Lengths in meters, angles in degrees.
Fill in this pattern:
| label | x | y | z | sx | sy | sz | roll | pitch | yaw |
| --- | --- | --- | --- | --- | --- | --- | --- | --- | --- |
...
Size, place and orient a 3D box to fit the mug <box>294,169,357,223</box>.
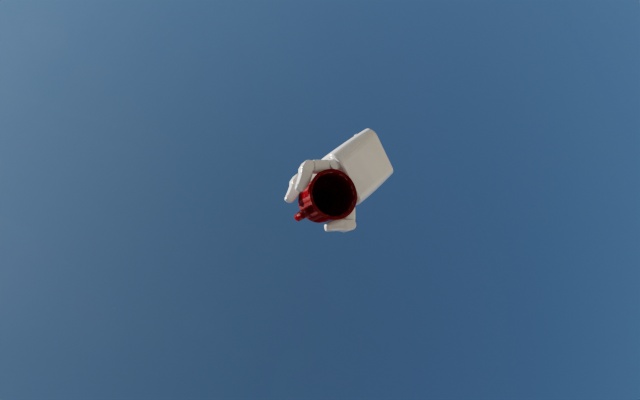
| label | x | y | z | sx | sy | sz | roll | pitch | yaw |
| --- | --- | --- | --- | --- | --- | --- | --- | --- | --- |
| mug | -0.001 | 0.004 | 0.877 | 0.117 | 0.093 | 0.081 | -38 | 5 | -25 |
